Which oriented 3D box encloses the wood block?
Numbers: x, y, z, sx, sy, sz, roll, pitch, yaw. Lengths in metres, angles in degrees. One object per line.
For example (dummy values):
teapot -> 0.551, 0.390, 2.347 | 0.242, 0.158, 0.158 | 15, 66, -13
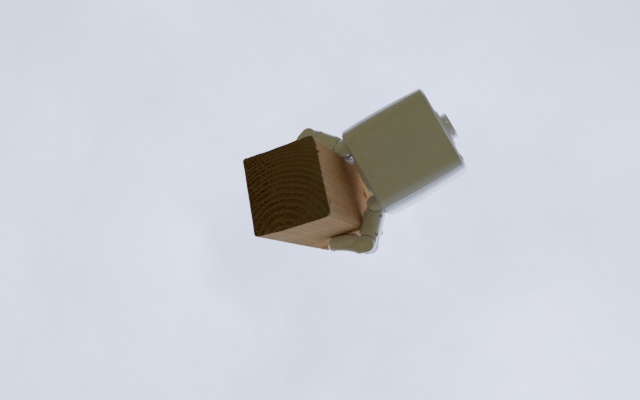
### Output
wood block -> 0.001, 0.002, 0.590 | 0.090, 0.090, 0.206 | -17, -16, 19
